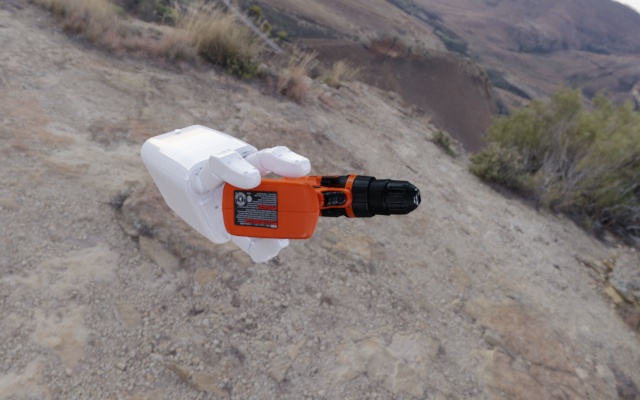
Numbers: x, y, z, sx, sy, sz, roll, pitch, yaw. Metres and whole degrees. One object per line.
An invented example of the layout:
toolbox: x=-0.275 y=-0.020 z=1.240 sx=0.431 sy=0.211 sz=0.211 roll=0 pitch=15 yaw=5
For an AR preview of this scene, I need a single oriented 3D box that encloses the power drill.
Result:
power drill: x=0.000 y=0.002 z=0.518 sx=0.184 sy=0.057 sz=0.187 roll=0 pitch=4 yaw=26
